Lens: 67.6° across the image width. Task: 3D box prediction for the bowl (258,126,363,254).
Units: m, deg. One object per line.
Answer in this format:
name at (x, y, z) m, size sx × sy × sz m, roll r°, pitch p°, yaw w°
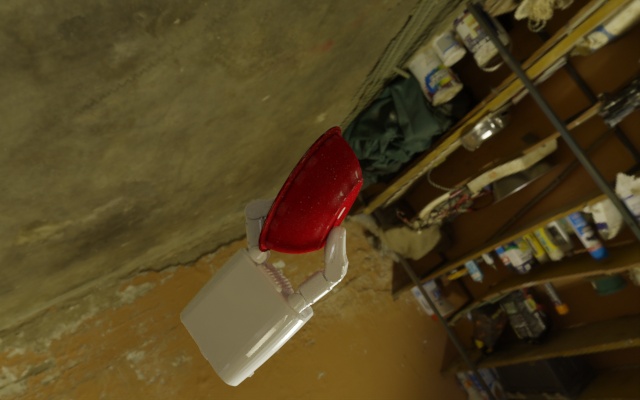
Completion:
bowl at (0.001, 0.001, 0.524) m, size 0.055 × 0.162 × 0.162 m, roll 32°, pitch 6°, yaw 9°
